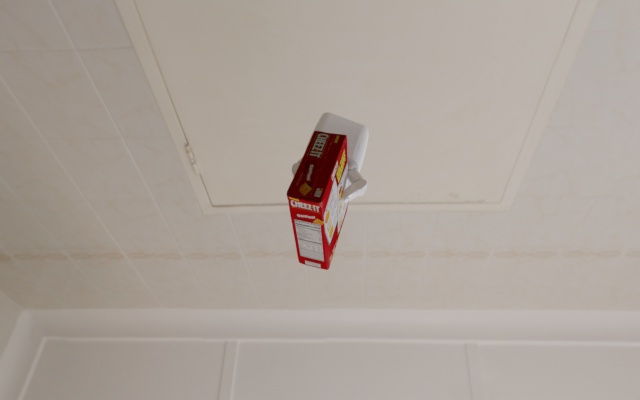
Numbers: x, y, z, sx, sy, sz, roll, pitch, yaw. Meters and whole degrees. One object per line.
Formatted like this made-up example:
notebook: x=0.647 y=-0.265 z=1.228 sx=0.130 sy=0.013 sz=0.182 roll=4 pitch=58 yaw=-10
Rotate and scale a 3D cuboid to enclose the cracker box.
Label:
cracker box: x=0.000 y=0.003 z=0.900 sx=0.072 sy=0.164 sz=0.214 roll=10 pitch=-37 yaw=13
